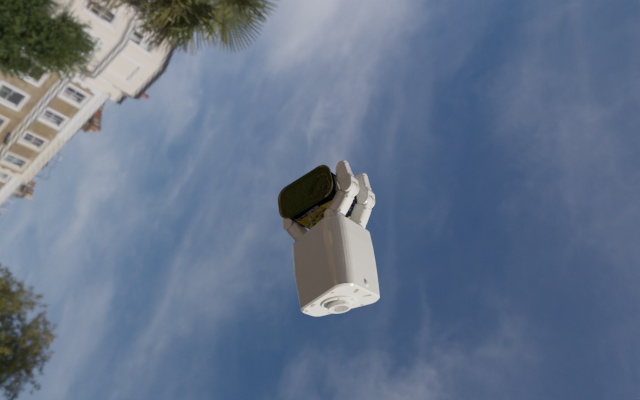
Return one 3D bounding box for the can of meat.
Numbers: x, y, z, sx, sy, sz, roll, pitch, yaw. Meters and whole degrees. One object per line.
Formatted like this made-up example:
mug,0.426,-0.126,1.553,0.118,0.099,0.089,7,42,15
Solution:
can of meat,0.000,0.003,0.738,0.102,0.057,0.084,-31,-40,25
